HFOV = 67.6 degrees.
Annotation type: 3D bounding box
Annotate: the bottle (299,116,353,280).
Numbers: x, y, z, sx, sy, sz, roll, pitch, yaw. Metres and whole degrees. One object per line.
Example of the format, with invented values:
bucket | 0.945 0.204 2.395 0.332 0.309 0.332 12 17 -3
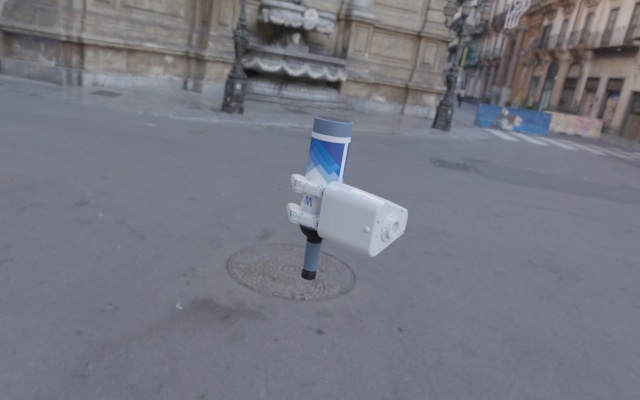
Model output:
bottle | 0.000 0.002 0.846 0.069 0.296 0.069 9 16 -2
